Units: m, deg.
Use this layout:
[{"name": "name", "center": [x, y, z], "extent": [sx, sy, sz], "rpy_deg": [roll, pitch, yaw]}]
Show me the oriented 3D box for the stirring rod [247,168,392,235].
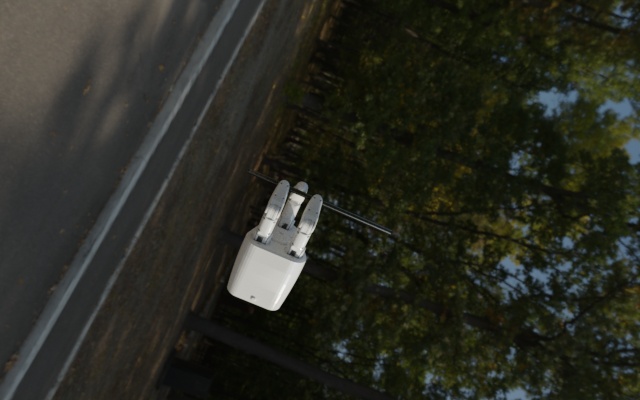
[{"name": "stirring rod", "center": [0.000, 0.002, 0.734], "extent": [0.239, 0.011, 0.011], "rpy_deg": [24, -3, -6]}]
